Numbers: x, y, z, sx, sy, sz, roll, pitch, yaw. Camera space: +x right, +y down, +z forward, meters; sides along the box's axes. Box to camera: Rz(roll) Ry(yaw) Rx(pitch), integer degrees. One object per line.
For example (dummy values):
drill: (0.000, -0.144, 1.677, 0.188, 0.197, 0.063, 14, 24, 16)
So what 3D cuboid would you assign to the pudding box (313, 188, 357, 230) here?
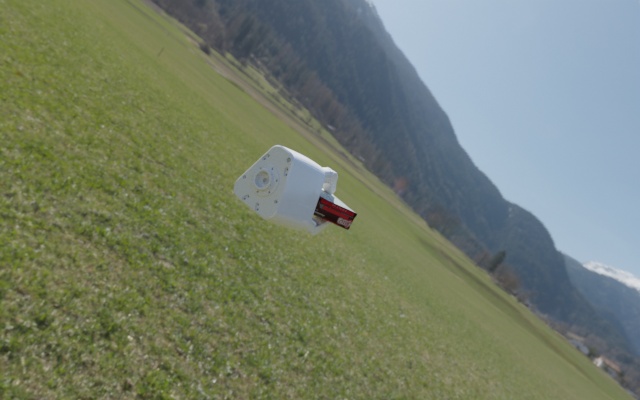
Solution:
pudding box: (0.000, 0.003, 0.854, 0.090, 0.039, 0.113, 26, 10, -34)
